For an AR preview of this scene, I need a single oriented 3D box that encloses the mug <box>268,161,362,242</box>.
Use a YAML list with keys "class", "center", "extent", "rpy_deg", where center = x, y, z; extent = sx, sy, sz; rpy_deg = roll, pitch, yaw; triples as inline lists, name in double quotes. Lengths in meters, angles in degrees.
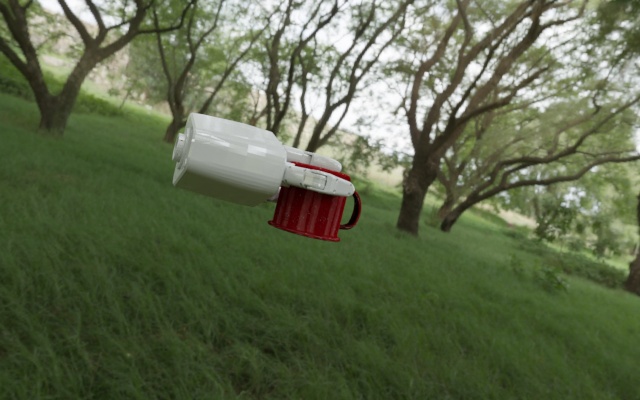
- class: "mug"
  center: [0.001, 0.002, 0.592]
  extent: [0.117, 0.081, 0.093]
  rpy_deg: [13, 2, -24]
